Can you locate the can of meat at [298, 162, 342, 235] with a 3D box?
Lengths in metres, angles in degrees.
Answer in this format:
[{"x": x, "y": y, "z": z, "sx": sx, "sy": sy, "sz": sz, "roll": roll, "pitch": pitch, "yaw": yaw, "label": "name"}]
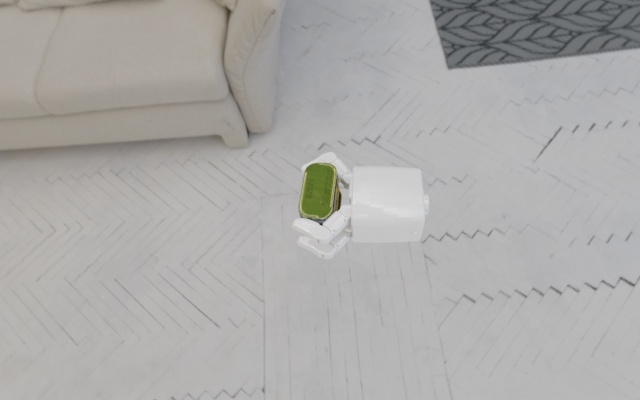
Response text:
[{"x": 0.000, "y": 0.002, "z": 0.747, "sx": 0.057, "sy": 0.102, "sz": 0.084, "roll": 4, "pitch": -27, "yaw": 8, "label": "can of meat"}]
